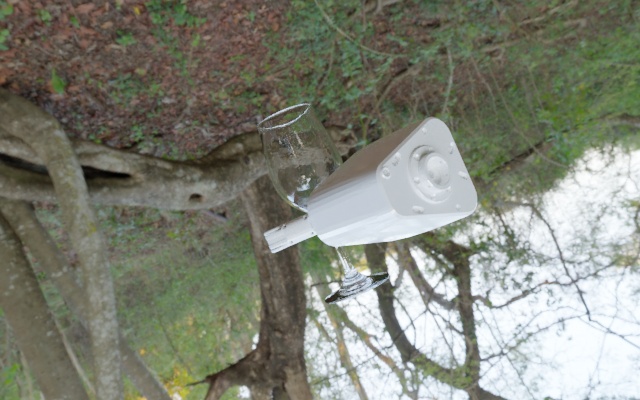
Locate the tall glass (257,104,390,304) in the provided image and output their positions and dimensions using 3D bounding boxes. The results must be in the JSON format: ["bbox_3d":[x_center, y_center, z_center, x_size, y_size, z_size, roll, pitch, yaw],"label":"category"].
[{"bbox_3d":[0.000,0.002,0.507,0.079,0.201,0.079,-23,-1,0],"label":"tall glass"}]
